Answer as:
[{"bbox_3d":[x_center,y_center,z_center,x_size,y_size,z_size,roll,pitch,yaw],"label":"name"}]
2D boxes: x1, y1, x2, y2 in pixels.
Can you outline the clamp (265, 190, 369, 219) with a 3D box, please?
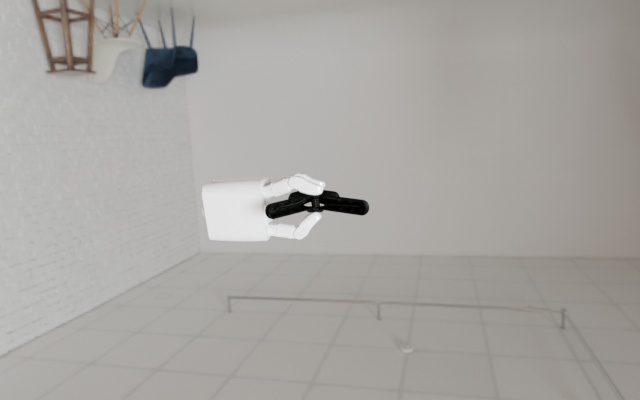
[{"bbox_3d":[0.000,0.003,0.840,0.164,0.036,0.210,0,8,4],"label":"clamp"}]
